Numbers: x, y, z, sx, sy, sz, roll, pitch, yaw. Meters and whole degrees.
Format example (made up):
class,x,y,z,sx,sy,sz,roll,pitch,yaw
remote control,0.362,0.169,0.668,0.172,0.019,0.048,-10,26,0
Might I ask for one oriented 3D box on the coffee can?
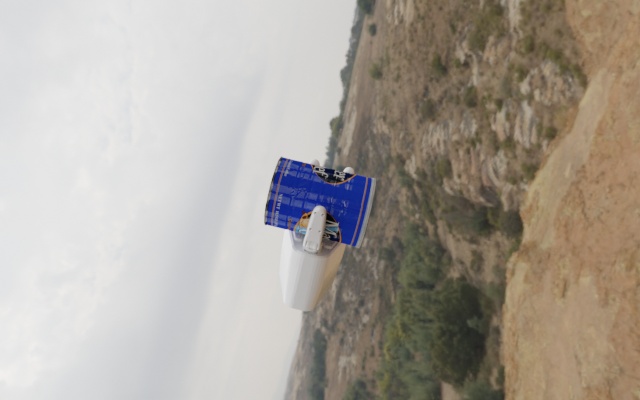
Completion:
class,x,y,z,sx,sy,sz,roll,pitch,yaw
coffee can,0.000,0.002,0.686,0.140,0.103,0.103,14,0,1
